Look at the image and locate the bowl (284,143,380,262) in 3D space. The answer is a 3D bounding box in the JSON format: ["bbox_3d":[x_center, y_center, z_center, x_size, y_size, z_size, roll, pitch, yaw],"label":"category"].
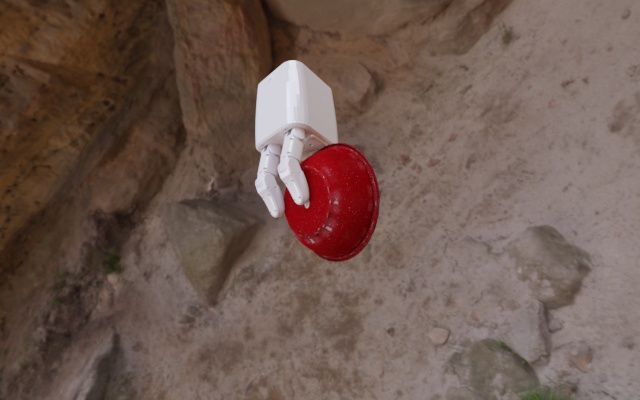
[{"bbox_3d":[0.000,0.003,0.630,0.055,0.162,0.162,1,-1,-43],"label":"bowl"}]
